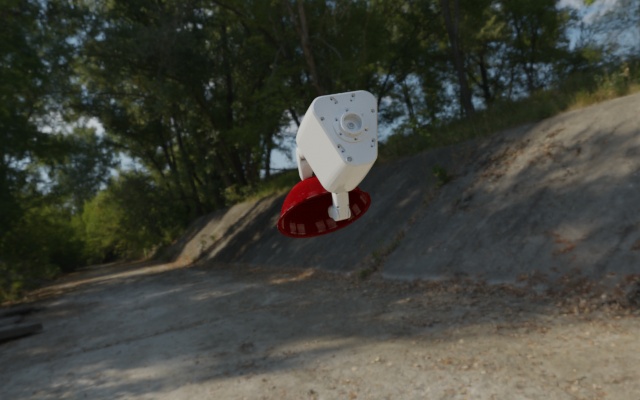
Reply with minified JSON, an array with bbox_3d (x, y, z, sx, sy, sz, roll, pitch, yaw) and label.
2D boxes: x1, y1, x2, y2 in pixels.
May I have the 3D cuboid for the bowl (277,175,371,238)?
[{"bbox_3d":[-0.001,0.003,0.801,0.162,0.055,0.162,-15,-26,-8],"label":"bowl"}]
